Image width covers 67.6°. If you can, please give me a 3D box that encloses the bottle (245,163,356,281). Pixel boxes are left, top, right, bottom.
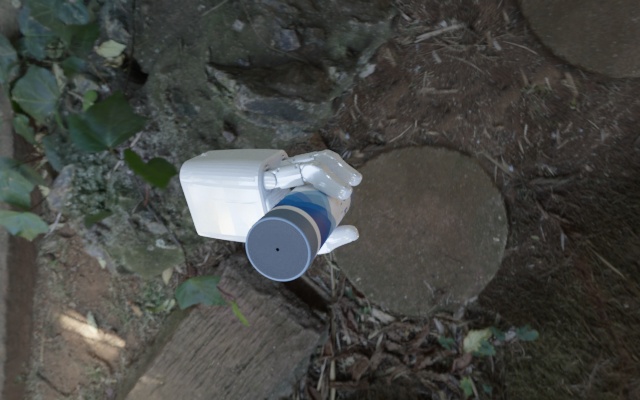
[{"bbox_3d":[0.000,0.002,0.584,0.069,0.069,0.295,0,18,17],"label":"bottle"}]
